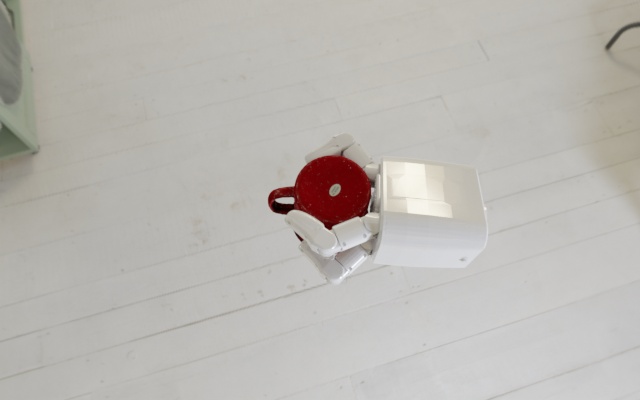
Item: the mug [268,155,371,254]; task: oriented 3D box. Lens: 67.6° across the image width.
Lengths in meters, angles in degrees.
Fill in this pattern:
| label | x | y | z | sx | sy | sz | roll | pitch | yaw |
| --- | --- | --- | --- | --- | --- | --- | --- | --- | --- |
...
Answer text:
| label | x | y | z | sx | sy | sz | roll | pitch | yaw |
| --- | --- | --- | --- | --- | --- | --- | --- | --- | --- |
| mug | -0.001 | 0.001 | 0.529 | 0.117 | 0.093 | 0.081 | 5 | -24 | 1 |
